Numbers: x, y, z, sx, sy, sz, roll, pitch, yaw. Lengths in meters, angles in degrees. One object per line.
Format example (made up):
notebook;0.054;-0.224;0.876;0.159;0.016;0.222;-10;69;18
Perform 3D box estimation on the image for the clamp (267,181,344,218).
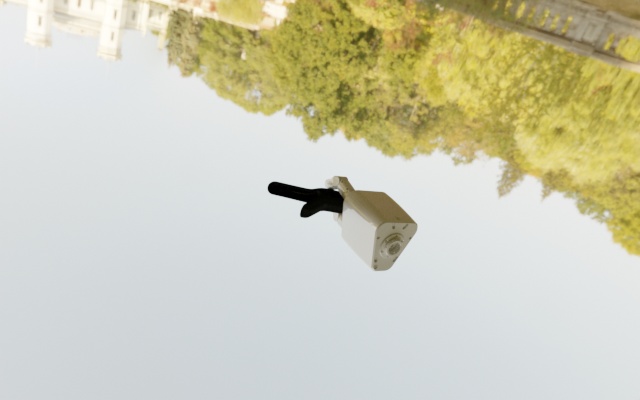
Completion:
clamp;0.000;0.003;0.866;0.171;0.039;0.120;3;28;-31
